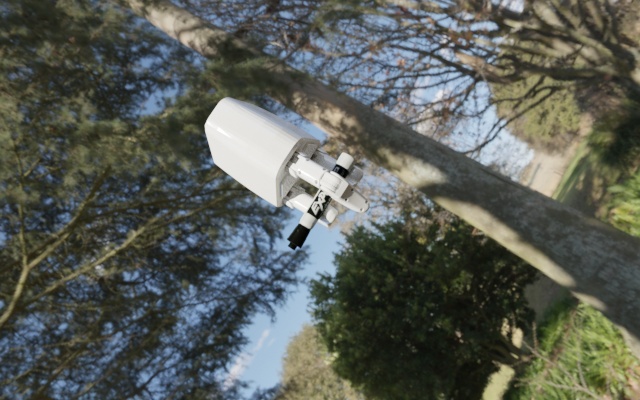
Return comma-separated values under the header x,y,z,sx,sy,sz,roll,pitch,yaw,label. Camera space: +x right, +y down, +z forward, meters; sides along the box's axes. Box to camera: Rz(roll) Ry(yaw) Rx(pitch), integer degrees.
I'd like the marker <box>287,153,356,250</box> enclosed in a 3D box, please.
x,y,z,sx,sy,sz,roll,pitch,yaw,label
0.000,0.002,0.527,0.020,0.121,0.020,32,-6,4,marker
